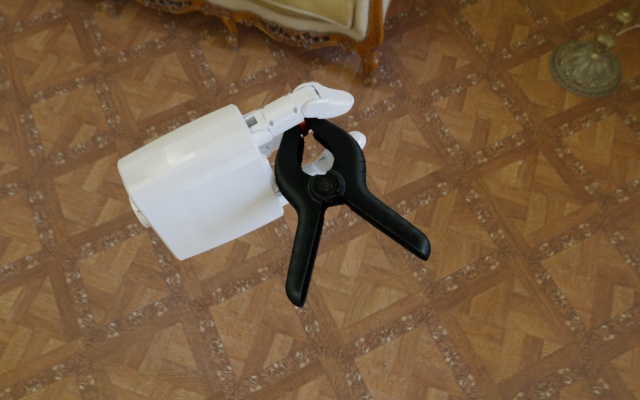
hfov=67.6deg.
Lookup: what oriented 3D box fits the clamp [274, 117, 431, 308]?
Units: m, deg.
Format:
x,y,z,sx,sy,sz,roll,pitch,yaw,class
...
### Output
x,y,z,sx,sy,sz,roll,pitch,yaw,class
0.000,0.001,0.402,0.120,0.171,0.039,-27,-22,-8,clamp
